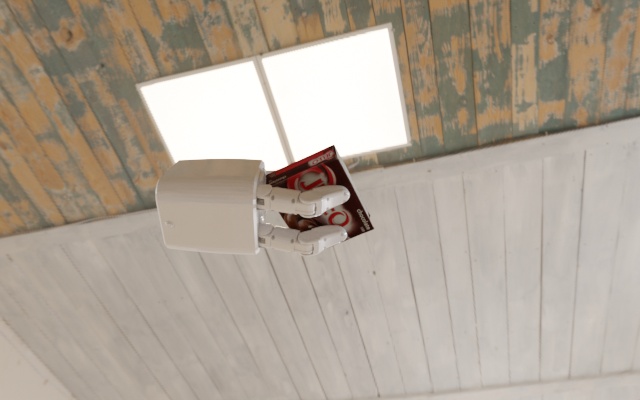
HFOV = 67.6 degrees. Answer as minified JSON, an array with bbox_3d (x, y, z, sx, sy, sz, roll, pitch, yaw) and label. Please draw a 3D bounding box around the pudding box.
[{"bbox_3d":[0.000,0.002,0.559,0.090,0.113,0.039,-23,34,12],"label":"pudding box"}]
